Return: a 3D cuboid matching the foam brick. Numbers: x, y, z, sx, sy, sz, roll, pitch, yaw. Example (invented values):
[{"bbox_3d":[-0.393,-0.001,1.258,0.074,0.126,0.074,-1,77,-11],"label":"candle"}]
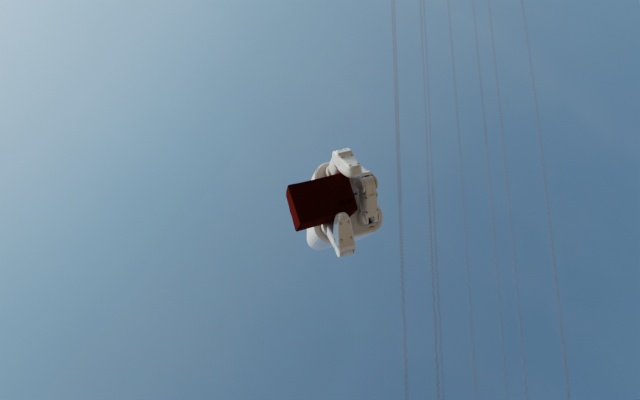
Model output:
[{"bbox_3d":[0.000,0.002,0.603,0.078,0.053,0.051,-14,-11,-13],"label":"foam brick"}]
